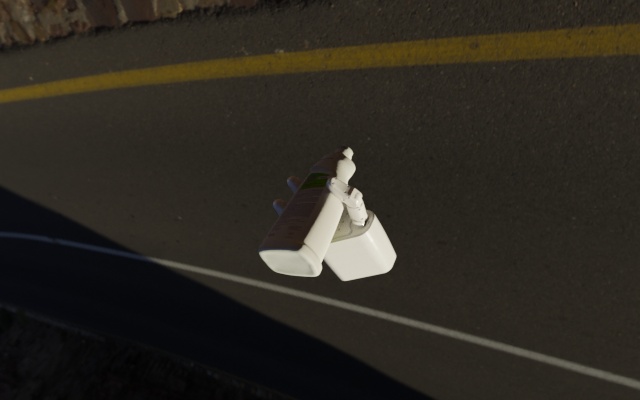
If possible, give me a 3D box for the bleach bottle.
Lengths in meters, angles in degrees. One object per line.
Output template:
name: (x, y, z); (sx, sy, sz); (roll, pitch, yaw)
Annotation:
bleach bottle: (0.000, 0.003, 0.770); (0.102, 0.250, 0.068); (-2, -45, 37)
